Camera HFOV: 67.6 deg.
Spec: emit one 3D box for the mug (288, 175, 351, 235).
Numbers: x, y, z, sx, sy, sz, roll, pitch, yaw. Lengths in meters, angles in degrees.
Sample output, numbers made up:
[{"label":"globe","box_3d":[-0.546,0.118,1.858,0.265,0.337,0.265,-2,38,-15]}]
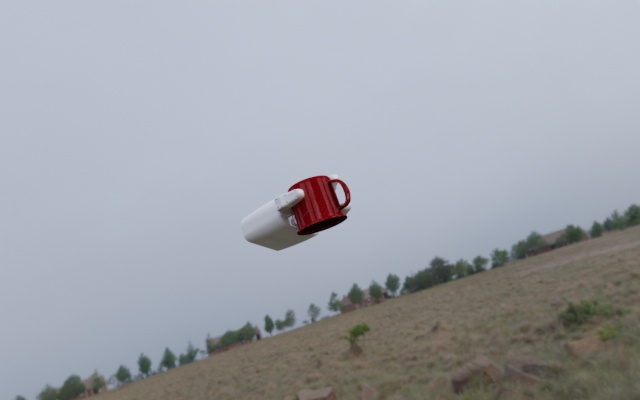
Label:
[{"label":"mug","box_3d":[0.001,0.002,0.833,0.117,0.081,0.093,-27,-16,31]}]
